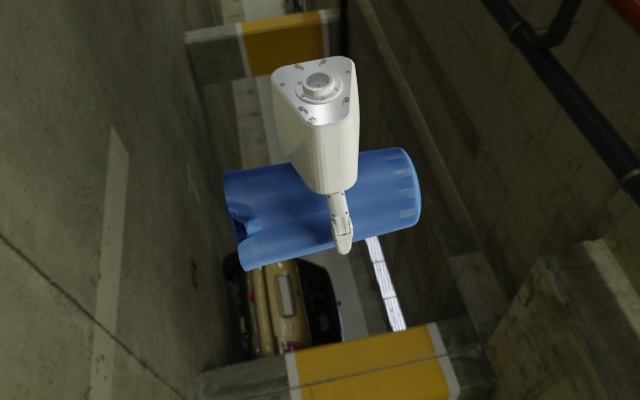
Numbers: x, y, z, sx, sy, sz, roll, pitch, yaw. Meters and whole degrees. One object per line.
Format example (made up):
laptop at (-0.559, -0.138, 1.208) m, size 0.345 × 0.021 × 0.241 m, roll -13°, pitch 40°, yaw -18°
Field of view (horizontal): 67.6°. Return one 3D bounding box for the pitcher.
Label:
pitcher at (0.000, 0.002, 0.641) m, size 0.243 × 0.149 × 0.145 m, roll -11°, pitch -38°, yaw -3°
